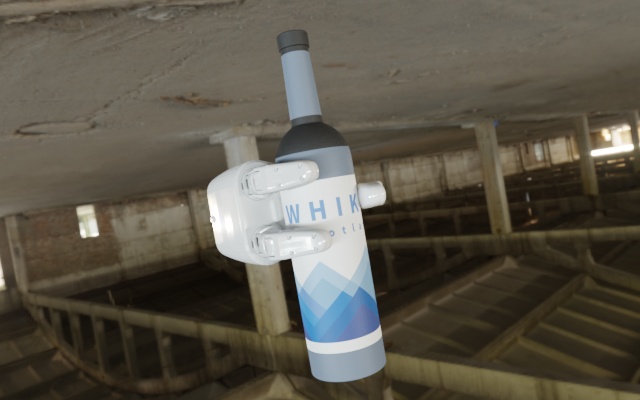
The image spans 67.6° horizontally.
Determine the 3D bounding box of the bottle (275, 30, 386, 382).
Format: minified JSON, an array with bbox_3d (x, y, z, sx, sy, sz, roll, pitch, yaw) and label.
[{"bbox_3d":[0.000,0.002,0.418,0.069,0.295,0.069,-10,1,0],"label":"bottle"}]
